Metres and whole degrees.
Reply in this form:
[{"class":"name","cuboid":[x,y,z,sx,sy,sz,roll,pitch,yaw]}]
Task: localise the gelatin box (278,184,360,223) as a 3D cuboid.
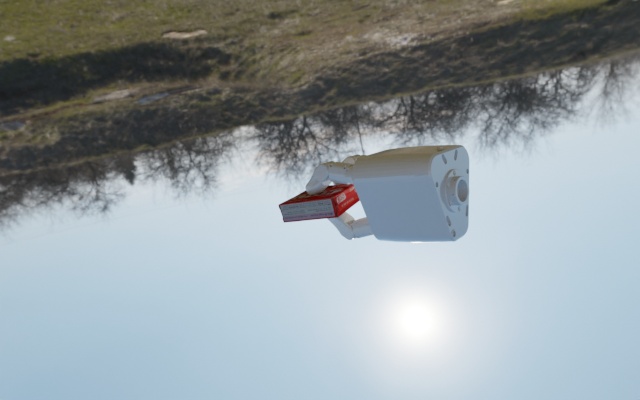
[{"class":"gelatin box","cuboid":[0.000,0.003,0.650,0.089,0.030,0.073,-8,13,32]}]
